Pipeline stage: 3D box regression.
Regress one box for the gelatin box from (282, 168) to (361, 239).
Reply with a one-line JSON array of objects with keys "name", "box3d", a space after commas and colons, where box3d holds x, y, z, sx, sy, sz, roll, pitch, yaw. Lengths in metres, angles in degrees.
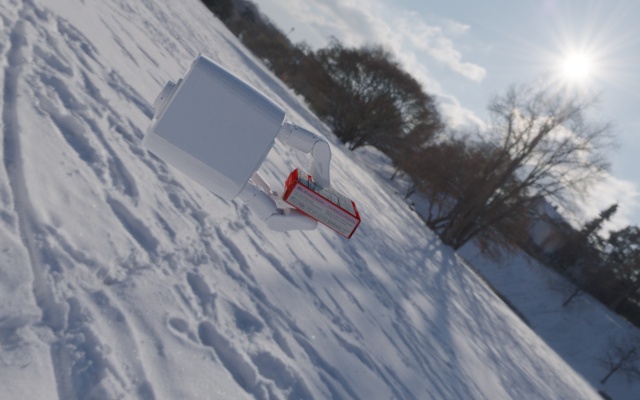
[{"name": "gelatin box", "box3d": [0.001, 0.002, 0.553, 0.089, 0.030, 0.073, 30, 12, -10]}]
